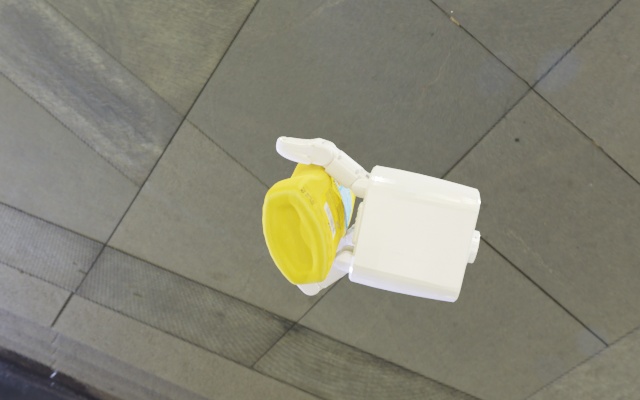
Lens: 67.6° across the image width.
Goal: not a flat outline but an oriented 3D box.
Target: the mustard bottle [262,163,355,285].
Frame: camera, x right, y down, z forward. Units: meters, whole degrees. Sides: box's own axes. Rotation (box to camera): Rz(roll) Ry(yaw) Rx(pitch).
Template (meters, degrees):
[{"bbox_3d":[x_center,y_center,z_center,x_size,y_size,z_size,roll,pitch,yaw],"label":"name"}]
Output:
[{"bbox_3d":[0.000,0.002,0.504,0.058,0.096,0.191,-11,18,19],"label":"mustard bottle"}]
